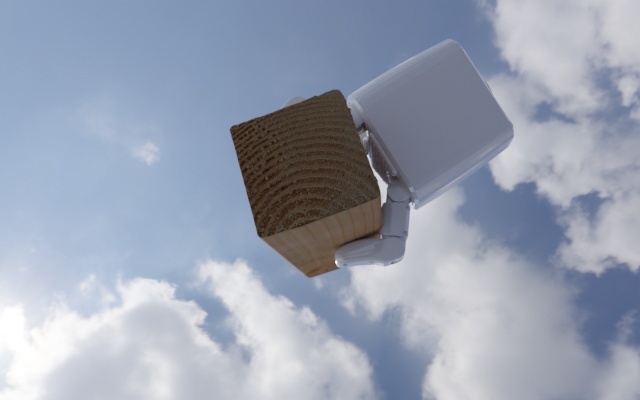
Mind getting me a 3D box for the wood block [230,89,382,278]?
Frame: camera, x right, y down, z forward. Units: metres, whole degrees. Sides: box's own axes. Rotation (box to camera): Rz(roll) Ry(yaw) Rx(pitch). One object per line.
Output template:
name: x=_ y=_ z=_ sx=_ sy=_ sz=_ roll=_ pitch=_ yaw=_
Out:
wood block: x=0.001 y=0.002 z=0.430 sx=0.090 sy=0.090 sz=0.206 roll=-19 pitch=-19 yaw=2
